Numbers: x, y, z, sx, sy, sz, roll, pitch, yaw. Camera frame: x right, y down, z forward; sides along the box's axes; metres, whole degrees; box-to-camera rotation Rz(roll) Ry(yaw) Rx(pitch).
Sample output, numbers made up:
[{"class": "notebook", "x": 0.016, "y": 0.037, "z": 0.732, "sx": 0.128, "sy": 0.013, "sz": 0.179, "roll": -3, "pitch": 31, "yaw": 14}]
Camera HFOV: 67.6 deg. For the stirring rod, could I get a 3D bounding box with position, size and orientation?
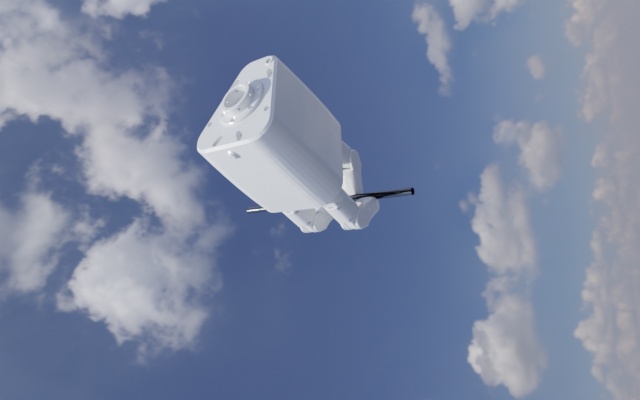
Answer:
[{"class": "stirring rod", "x": 0.000, "y": 0.002, "z": 0.569, "sx": 0.239, "sy": 0.011, "sz": 0.011, "roll": -7, "pitch": -4, "yaw": 36}]
